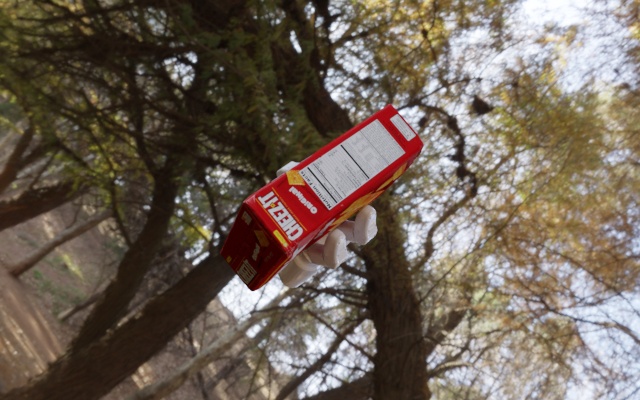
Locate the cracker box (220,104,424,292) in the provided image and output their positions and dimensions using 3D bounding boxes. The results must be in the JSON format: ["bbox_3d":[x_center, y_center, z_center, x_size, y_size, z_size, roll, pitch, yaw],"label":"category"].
[{"bbox_3d":[0.000,0.002,0.547,0.213,0.072,0.164,-37,-7,-29],"label":"cracker box"}]
